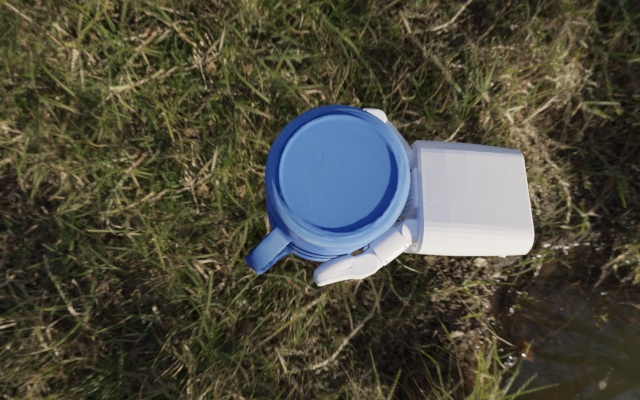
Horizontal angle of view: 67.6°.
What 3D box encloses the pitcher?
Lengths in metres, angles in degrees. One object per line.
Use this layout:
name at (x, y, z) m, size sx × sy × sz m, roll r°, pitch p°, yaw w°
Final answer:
pitcher at (0.000, 0.001, 0.460) m, size 0.145 × 0.149 × 0.243 m, roll 3°, pitch -6°, yaw -2°
